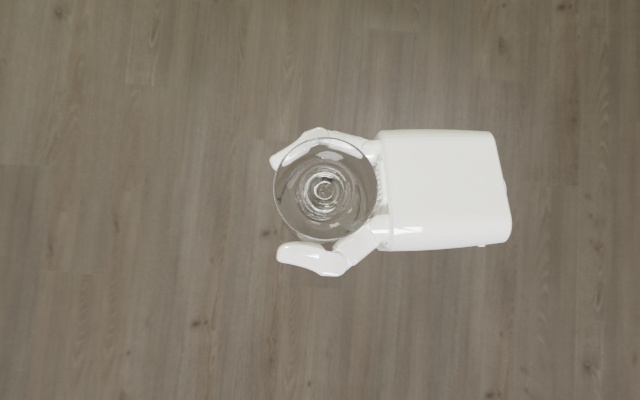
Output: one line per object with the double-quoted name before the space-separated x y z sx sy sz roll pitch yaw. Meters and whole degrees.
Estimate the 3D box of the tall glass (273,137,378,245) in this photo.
"tall glass" 0.000 0.001 0.434 0.079 0.079 0.201 0 -6 -3
